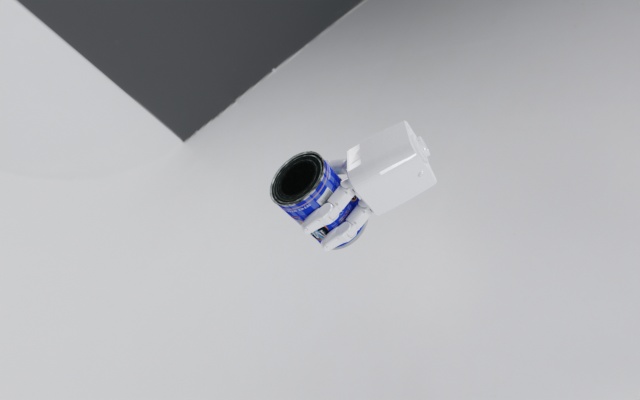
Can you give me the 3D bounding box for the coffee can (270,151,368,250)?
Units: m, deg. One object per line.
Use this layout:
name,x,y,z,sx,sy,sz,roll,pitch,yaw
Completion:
coffee can,0.000,0.003,0.775,0.103,0.102,0.140,0,-32,39
